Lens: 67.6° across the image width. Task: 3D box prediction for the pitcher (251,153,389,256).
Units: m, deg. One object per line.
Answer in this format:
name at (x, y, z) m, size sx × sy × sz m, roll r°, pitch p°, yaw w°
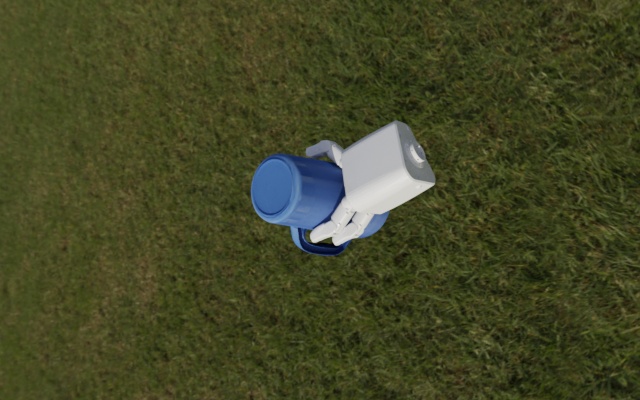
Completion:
pitcher at (0.000, 0.003, 0.814) m, size 0.145 × 0.149 × 0.243 m, roll -29°, pitch -23°, yaw 34°
